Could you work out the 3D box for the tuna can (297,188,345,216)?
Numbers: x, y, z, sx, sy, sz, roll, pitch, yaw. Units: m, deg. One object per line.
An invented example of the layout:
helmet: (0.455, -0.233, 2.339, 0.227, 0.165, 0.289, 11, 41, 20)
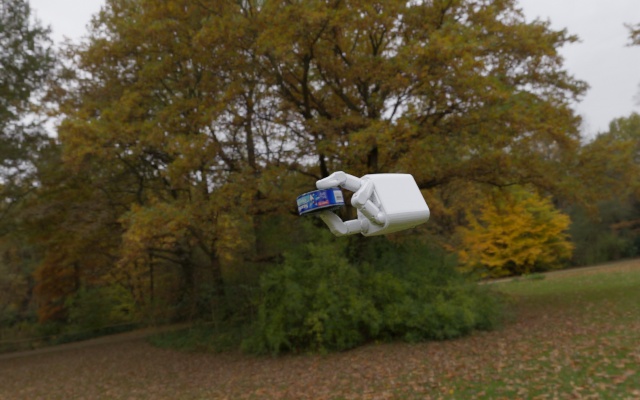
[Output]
tuna can: (0.000, 0.002, 0.880, 0.086, 0.033, 0.086, -13, -8, -2)
